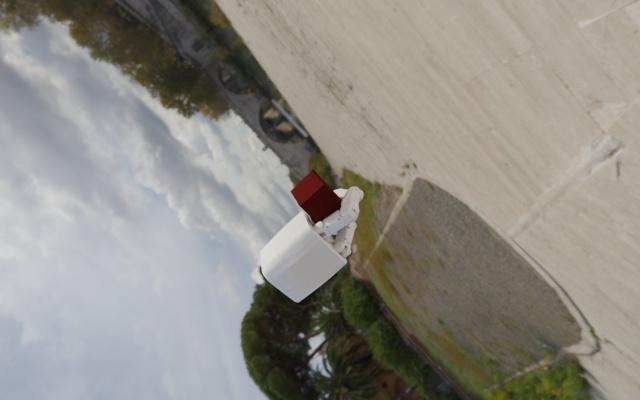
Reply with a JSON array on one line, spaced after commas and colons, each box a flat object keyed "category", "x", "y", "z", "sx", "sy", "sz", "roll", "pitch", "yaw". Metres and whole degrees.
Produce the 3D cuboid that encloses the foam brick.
[{"category": "foam brick", "x": 0.000, "y": 0.002, "z": 0.746, "sx": 0.078, "sy": 0.051, "sz": 0.053, "roll": 46, "pitch": 6, "yaw": -35}]
